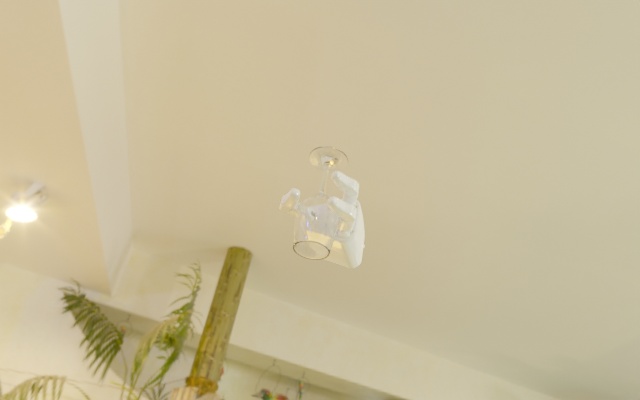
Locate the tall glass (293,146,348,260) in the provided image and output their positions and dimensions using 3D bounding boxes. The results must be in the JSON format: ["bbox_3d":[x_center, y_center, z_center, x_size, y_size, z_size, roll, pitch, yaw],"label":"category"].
[{"bbox_3d":[0.000,0.002,0.843,0.079,0.201,0.079,7,-35,5],"label":"tall glass"}]
